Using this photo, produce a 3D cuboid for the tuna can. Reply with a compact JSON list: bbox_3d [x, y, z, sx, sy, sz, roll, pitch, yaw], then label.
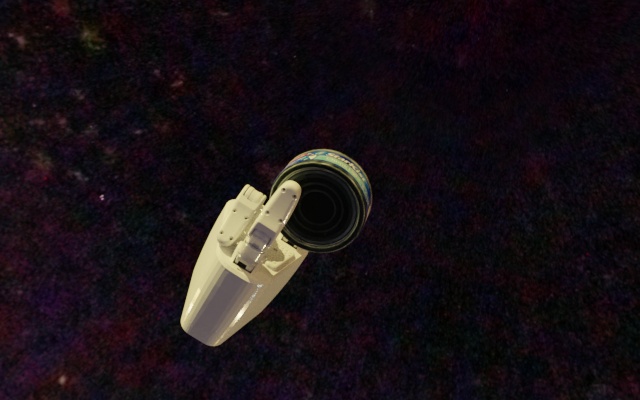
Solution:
[{"bbox_3d":[0.000,0.002,0.411,0.086,0.086,0.033,0,21,15],"label":"tuna can"}]
